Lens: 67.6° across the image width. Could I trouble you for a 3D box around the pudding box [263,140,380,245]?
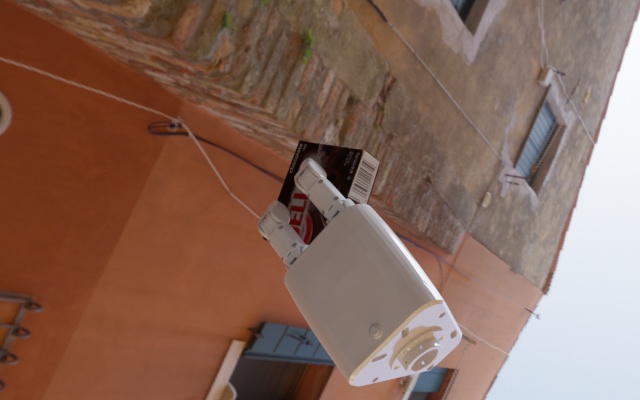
[{"bbox_3d":[0.000,0.002,0.472,0.090,0.113,0.039,15,-9,43],"label":"pudding box"}]
